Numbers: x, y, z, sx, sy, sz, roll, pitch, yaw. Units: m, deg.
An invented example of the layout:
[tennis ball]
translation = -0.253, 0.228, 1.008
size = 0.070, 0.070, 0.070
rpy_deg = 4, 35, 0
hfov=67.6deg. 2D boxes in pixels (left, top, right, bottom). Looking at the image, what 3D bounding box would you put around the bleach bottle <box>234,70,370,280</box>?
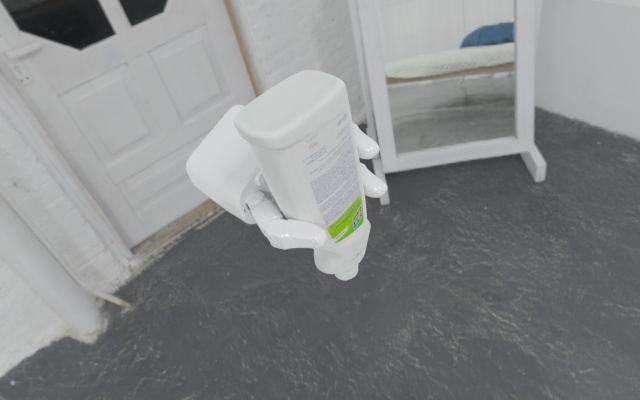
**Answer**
[bleach bottle]
translation = 0.000, 0.002, 0.490
size = 0.068, 0.251, 0.102
rpy_deg = 29, 59, 37
